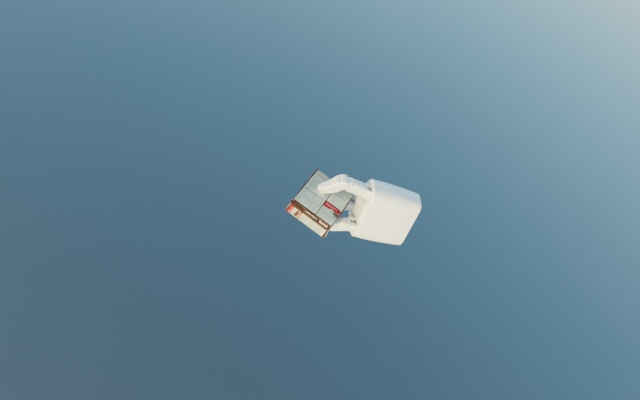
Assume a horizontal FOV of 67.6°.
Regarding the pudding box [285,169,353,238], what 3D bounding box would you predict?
[{"bbox_3d":[0.000,0.003,0.897,0.090,0.039,0.113,36,42,2],"label":"pudding box"}]
